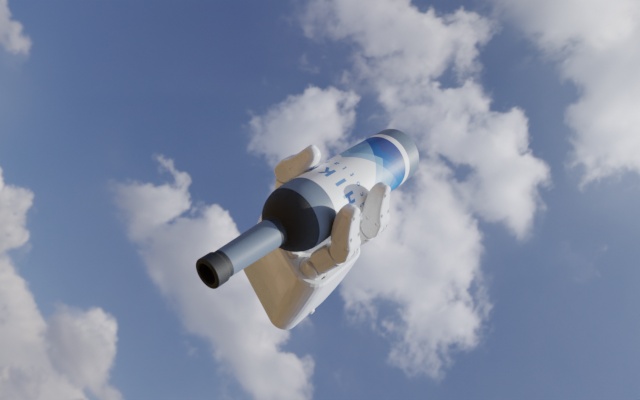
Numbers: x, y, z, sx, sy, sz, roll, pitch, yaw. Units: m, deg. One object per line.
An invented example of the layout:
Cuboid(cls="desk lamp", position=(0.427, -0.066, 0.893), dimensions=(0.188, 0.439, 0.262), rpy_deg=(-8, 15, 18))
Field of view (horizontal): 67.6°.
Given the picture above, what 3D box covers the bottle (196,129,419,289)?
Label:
Cuboid(cls="bottle", position=(0.000, 0.001, 0.478), dimensions=(0.069, 0.069, 0.295), rpy_deg=(0, 23, 41))
